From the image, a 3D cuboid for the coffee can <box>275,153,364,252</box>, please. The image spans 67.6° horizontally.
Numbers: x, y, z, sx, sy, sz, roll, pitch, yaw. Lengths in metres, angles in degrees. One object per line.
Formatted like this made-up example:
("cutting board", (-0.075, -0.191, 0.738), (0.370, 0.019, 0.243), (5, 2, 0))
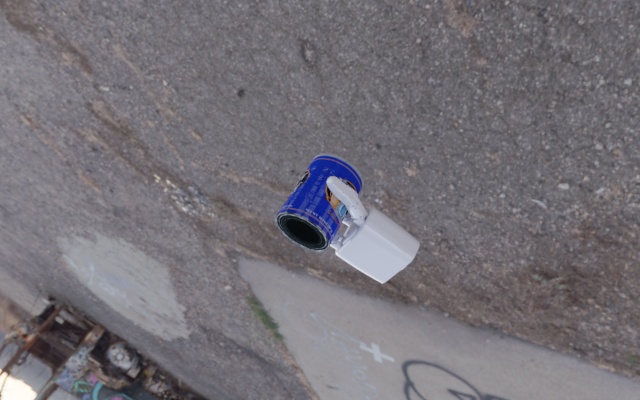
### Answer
("coffee can", (0.000, 0.002, 0.826), (0.103, 0.140, 0.103), (23, -31, 15))
